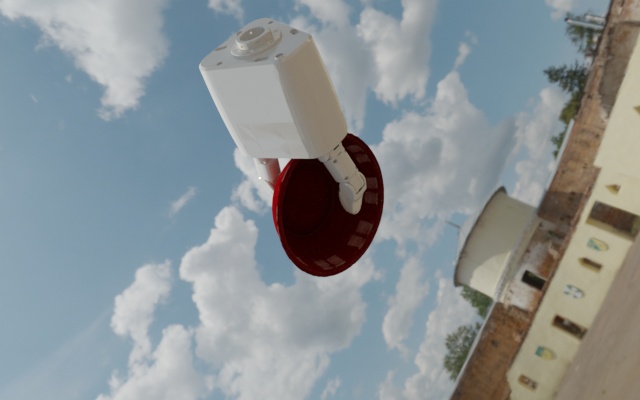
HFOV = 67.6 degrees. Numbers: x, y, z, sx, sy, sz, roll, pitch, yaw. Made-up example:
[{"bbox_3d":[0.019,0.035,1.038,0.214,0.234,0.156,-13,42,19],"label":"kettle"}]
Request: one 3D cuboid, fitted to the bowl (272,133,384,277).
[{"bbox_3d":[0.000,0.003,0.544,0.162,0.162,0.055,0,8,-42],"label":"bowl"}]
